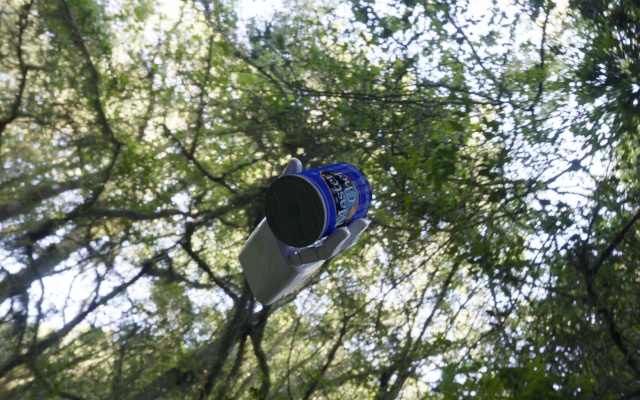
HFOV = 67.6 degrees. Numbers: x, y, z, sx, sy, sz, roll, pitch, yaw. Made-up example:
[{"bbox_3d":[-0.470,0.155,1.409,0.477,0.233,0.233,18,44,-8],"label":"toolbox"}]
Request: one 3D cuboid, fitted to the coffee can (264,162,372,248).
[{"bbox_3d":[0.000,0.002,0.709,0.103,0.103,0.140,0,11,34],"label":"coffee can"}]
